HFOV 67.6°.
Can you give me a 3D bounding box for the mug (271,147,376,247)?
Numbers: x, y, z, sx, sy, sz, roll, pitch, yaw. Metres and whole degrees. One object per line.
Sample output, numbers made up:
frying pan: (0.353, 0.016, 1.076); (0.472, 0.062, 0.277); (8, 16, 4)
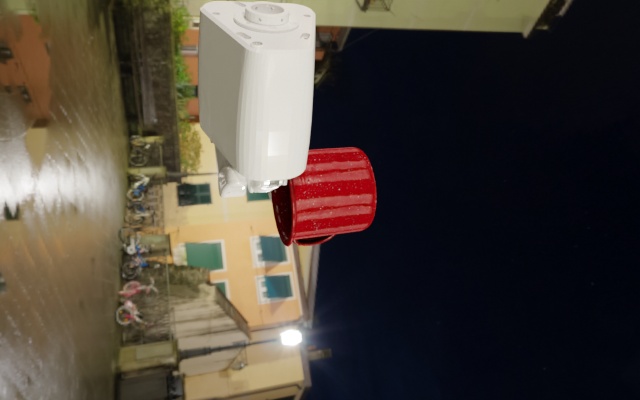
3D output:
mug: (0.000, 0.003, 0.462); (0.081, 0.117, 0.093); (-6, 43, -16)
